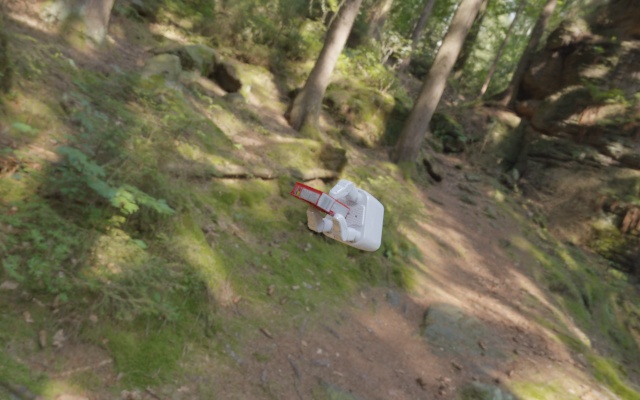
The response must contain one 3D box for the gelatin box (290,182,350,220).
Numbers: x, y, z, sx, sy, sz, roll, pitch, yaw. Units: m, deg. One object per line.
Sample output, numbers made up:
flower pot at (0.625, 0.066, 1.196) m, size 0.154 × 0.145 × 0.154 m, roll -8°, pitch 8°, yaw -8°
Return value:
gelatin box at (0.000, 0.002, 0.872) m, size 0.073 × 0.030 × 0.089 m, roll 23°, pitch -6°, yaw 43°
